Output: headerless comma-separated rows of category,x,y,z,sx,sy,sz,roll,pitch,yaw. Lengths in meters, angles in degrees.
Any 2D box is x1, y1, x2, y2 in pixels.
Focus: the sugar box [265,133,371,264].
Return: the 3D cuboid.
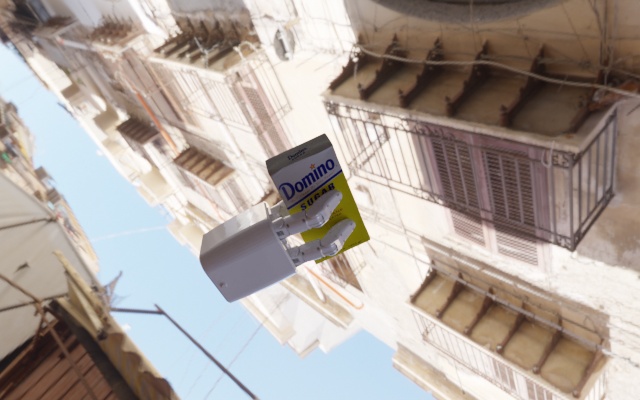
sugar box,0.000,0.003,0.672,0.093,0.176,0.048,-25,38,0
